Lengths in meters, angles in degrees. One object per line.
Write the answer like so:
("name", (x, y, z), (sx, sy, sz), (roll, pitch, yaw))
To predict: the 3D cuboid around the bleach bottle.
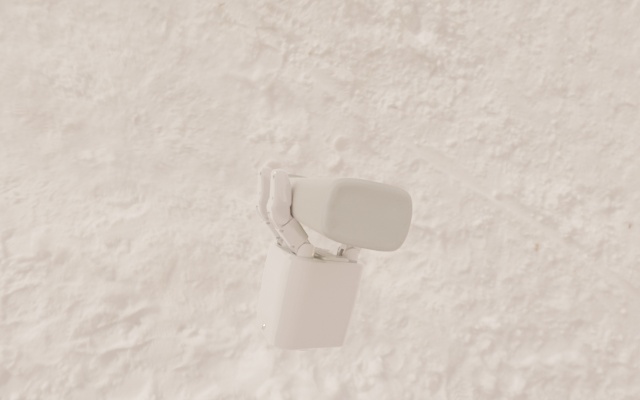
("bleach bottle", (0.000, 0.002, 0.576), (0.102, 0.068, 0.251), (12, 1, -23))
